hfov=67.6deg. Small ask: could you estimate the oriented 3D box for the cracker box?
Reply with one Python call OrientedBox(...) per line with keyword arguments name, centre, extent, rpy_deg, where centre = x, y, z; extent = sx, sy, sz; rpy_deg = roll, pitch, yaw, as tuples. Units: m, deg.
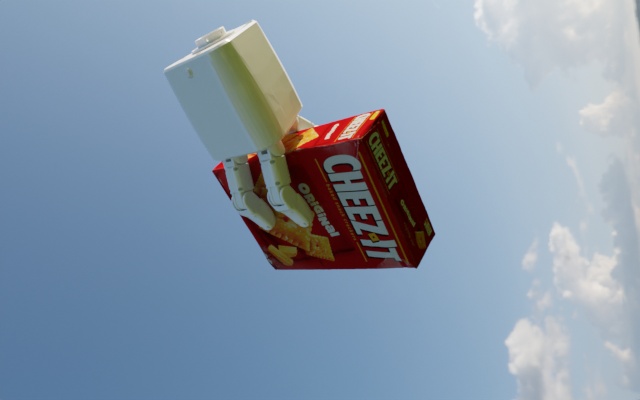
OrientedBox(name="cracker box", centre=(0.000, 0.002, 0.553), extent=(0.214, 0.164, 0.072), rpy_deg=(-7, 32, 38))
